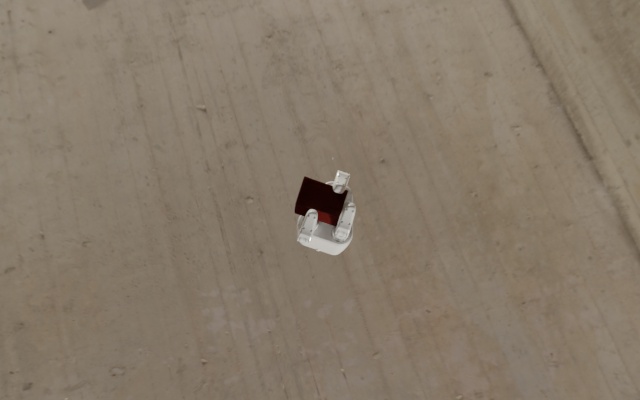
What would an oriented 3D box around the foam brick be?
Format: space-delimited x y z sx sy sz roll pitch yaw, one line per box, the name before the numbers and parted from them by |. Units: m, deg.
foam brick | 0.000 0.002 0.800 0.078 0.053 0.051 19 -20 1
